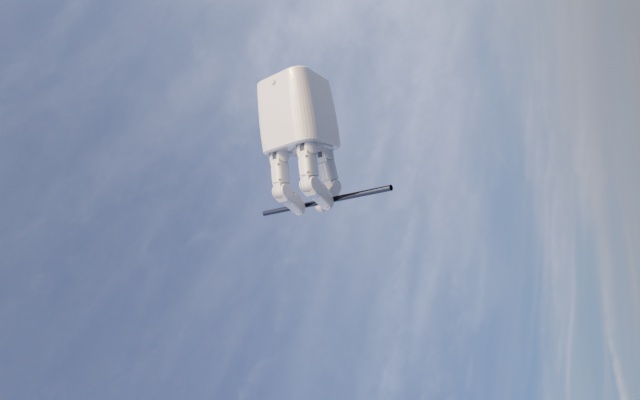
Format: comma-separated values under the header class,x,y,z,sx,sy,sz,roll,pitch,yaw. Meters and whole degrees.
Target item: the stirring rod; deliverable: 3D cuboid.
class,x,y,z,sx,sy,sz,roll,pitch,yaw
stirring rod,0.000,0.002,0.684,0.239,0.011,0.011,-12,-8,40
